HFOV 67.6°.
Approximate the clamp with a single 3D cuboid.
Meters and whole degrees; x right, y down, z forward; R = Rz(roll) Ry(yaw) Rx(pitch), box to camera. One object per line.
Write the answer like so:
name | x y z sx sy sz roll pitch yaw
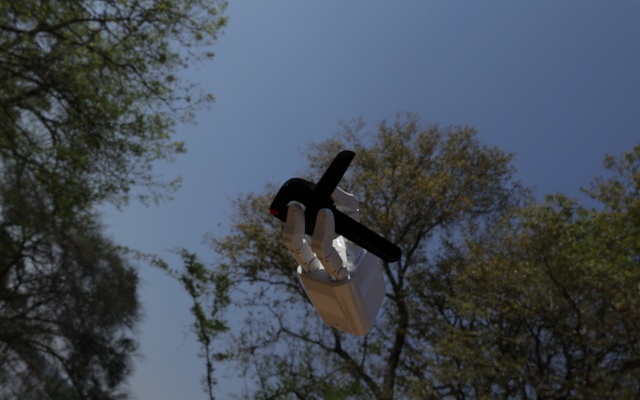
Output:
clamp | 0.000 0.002 0.643 0.210 0.165 0.036 8 41 43
